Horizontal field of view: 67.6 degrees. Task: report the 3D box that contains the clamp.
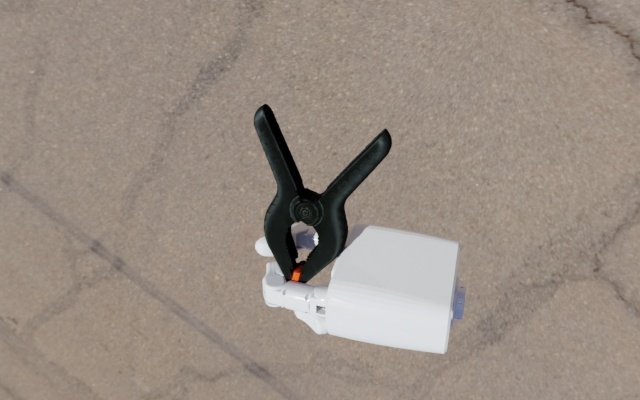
[{"bbox_3d":[0.000,0.002,0.432,0.120,0.171,0.039,7,24,17],"label":"clamp"}]
